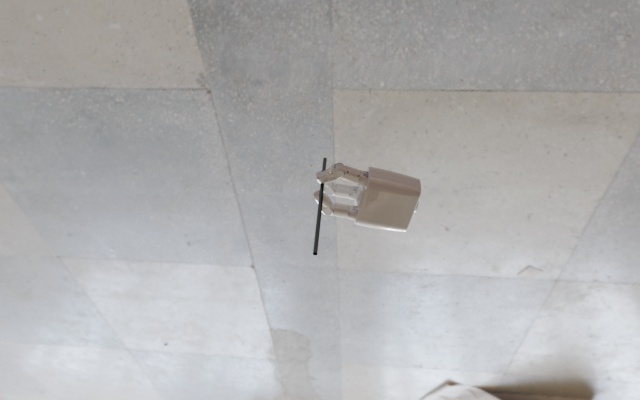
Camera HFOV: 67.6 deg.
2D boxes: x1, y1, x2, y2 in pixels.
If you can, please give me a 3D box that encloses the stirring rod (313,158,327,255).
[{"bbox_3d":[0.000,0.003,0.884,0.011,0.239,0.011,3,-43,3],"label":"stirring rod"}]
